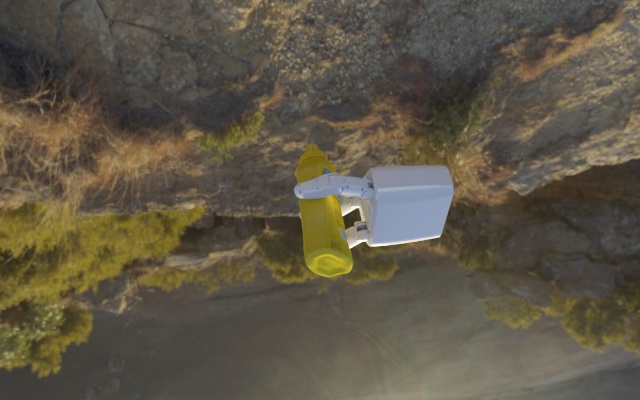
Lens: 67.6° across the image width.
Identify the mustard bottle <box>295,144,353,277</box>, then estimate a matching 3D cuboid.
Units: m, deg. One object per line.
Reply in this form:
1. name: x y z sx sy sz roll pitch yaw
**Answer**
1. mustard bottle: 0.000 0.002 0.661 0.058 0.191 0.096 -17 -30 14
